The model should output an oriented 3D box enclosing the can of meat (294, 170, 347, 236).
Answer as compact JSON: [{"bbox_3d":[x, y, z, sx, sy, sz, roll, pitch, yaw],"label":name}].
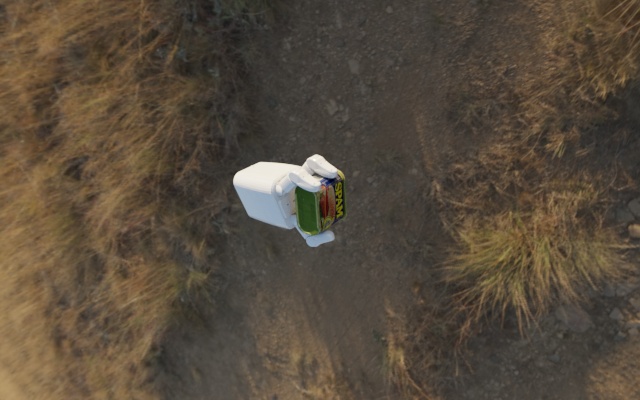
[{"bbox_3d":[0.000,0.003,0.862,0.057,0.102,0.084,15,32,35],"label":"can of meat"}]
